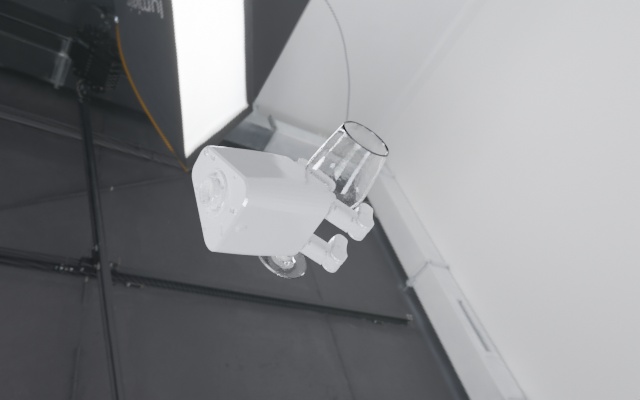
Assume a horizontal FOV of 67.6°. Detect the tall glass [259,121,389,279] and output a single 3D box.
[{"bbox_3d":[0.000,0.002,0.576,0.079,0.201,0.079,27,29,-16],"label":"tall glass"}]
